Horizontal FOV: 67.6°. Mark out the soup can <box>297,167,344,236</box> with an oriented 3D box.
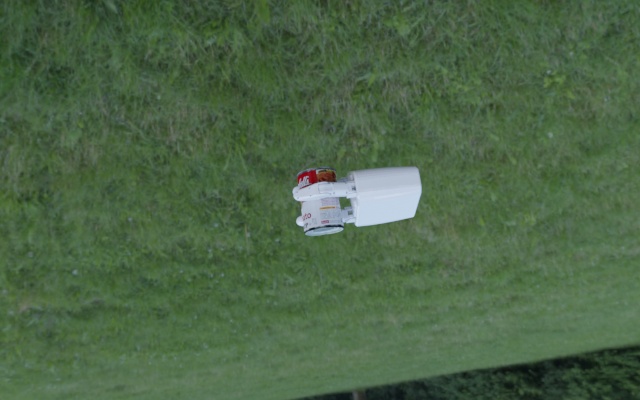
[{"bbox_3d":[0.000,0.003,0.801,0.068,0.102,0.068,-7,-13,-2],"label":"soup can"}]
